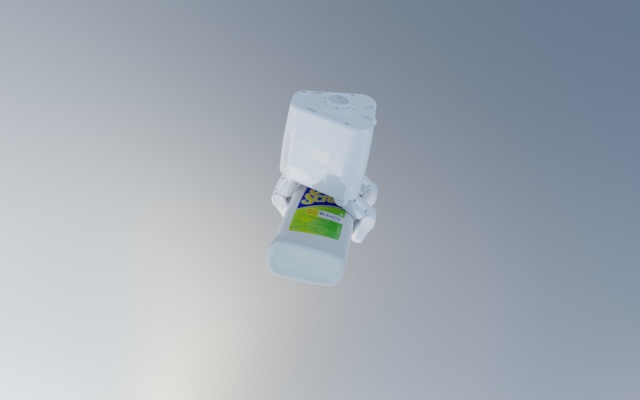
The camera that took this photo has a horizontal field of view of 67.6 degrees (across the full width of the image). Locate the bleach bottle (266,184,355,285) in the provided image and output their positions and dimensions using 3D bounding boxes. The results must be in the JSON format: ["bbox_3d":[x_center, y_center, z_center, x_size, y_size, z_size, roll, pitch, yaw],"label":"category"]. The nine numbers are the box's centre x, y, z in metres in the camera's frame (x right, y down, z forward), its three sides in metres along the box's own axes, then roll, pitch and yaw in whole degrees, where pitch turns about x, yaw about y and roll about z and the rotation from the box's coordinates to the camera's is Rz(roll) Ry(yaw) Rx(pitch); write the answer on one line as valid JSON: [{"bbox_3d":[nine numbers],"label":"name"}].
[{"bbox_3d":[0.000,0.002,0.682,0.102,0.068,0.250,13,40,0],"label":"bleach bottle"}]
